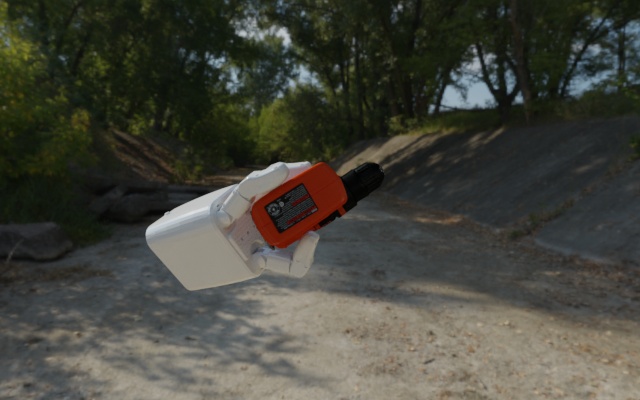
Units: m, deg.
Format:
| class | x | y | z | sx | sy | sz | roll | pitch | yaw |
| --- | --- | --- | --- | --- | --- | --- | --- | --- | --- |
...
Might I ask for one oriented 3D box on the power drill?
| class | x | y | z | sx | sy | sz | roll | pitch | yaw |
| --- | --- | --- | --- | --- | --- | --- | --- | --- | --- |
| power drill | 0.000 | 0.002 | 0.595 | 0.184 | 0.057 | 0.187 | -34 | -8 | 4 |
